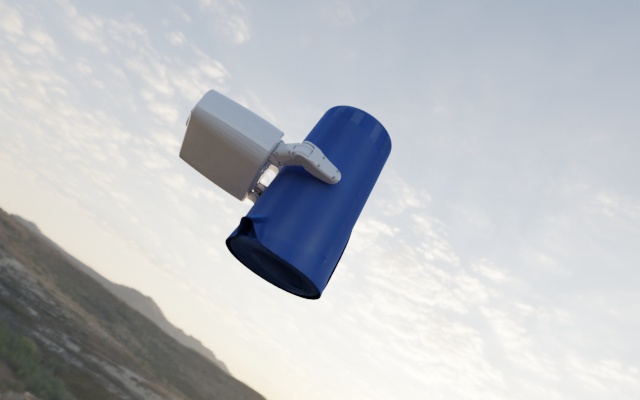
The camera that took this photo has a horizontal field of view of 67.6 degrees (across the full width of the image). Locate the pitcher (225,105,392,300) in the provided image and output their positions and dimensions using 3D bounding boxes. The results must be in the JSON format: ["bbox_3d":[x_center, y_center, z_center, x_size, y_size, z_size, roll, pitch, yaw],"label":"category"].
[{"bbox_3d":[0.000,0.002,0.625,0.145,0.242,0.149,34,-24,-3],"label":"pitcher"}]
